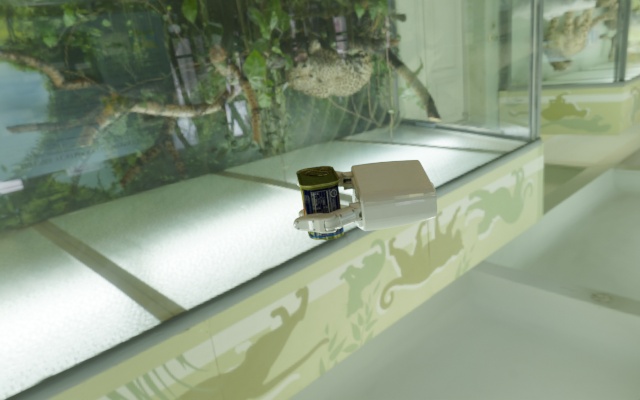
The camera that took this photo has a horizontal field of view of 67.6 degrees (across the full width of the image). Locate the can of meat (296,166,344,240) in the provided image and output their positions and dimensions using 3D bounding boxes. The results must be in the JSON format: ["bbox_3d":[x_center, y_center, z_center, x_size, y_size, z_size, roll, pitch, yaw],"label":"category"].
[{"bbox_3d":[0.000,0.003,0.701,0.057,0.084,0.102,-9,18,-4],"label":"can of meat"}]
